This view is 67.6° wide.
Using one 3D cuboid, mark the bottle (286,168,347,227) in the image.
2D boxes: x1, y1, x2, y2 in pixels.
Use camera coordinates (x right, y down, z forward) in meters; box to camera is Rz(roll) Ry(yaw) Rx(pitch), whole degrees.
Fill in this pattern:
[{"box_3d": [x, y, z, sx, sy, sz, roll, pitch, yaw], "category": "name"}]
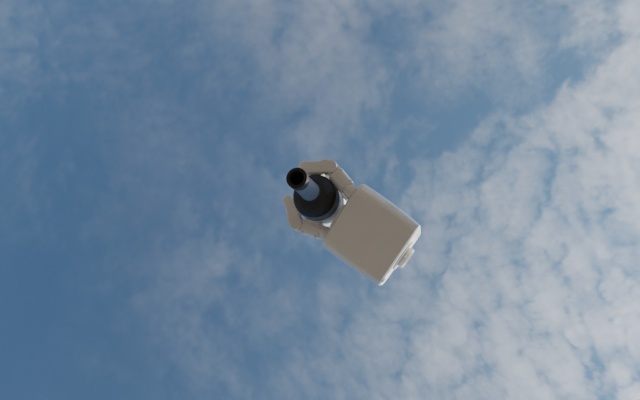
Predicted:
[{"box_3d": [0.000, 0.002, 0.741, 0.069, 0.069, 0.296, 0, -12, 12], "category": "bottle"}]
